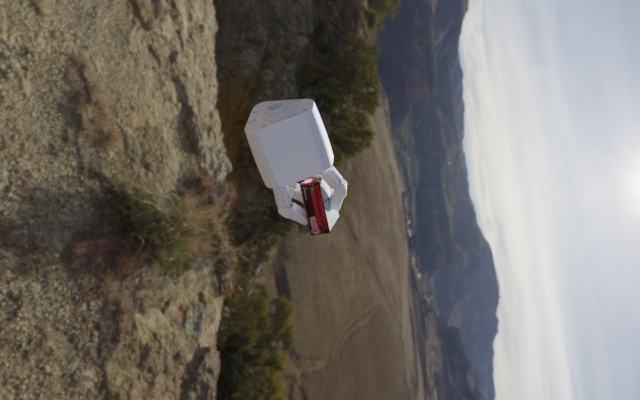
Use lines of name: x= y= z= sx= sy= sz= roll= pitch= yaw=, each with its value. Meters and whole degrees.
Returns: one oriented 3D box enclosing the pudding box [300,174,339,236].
pudding box: x=0.000 y=0.003 z=0.826 sx=0.039 sy=0.090 sz=0.113 roll=-8 pitch=10 yaw=14
